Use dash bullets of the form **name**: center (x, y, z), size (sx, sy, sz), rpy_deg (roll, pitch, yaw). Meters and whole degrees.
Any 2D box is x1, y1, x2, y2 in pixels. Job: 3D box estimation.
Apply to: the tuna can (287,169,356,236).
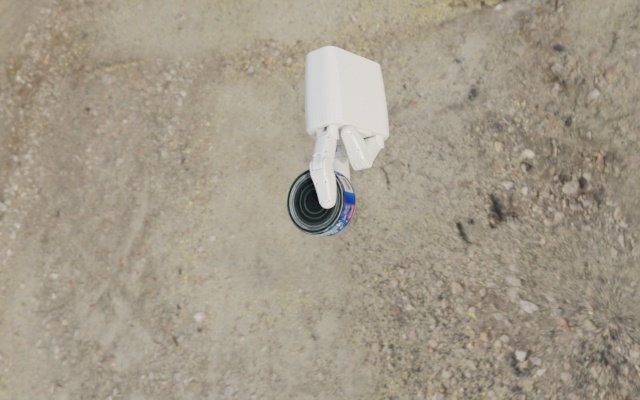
- **tuna can**: center (0.000, 0.002, 0.603), size (0.086, 0.086, 0.034), rpy_deg (0, -6, 31)
